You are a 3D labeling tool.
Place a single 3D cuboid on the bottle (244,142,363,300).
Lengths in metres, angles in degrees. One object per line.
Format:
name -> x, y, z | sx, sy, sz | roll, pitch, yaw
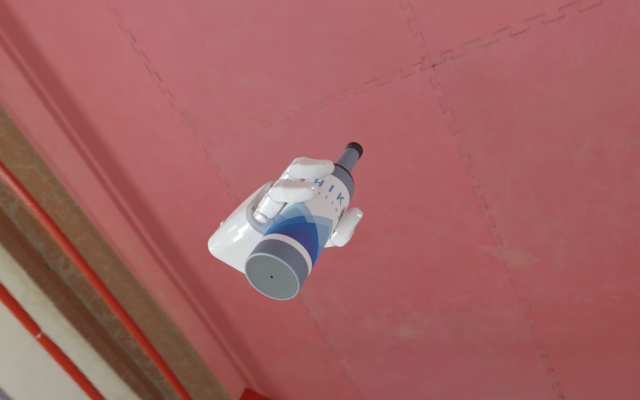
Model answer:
bottle -> 0.000, 0.002, 0.620 | 0.069, 0.069, 0.295 | 0, 33, 25
